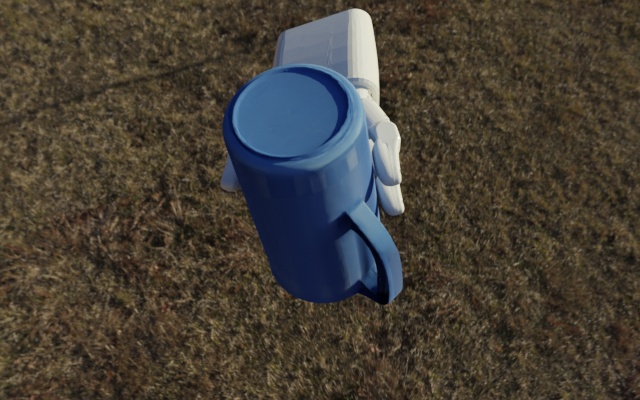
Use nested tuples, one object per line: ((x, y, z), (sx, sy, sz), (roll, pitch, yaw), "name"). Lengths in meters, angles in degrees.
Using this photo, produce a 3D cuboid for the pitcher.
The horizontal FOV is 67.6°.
((0.000, 0.001, 0.446), (0.149, 0.145, 0.243), (-2, -31, 7), "pitcher")
